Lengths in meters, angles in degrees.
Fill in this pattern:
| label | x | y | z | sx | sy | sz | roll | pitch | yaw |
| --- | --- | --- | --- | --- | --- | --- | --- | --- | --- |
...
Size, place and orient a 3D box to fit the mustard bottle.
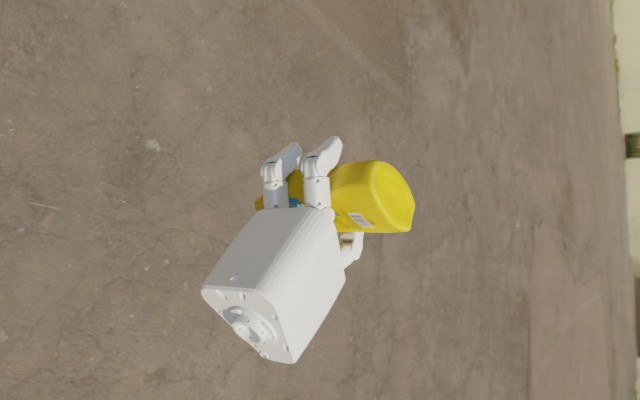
| label | x | y | z | sx | sy | sz | roll | pitch | yaw |
| --- | --- | --- | --- | --- | --- | --- | --- | --- | --- |
| mustard bottle | 0.000 | 0.001 | 0.533 | 0.191 | 0.058 | 0.096 | -4 | -30 | 37 |
